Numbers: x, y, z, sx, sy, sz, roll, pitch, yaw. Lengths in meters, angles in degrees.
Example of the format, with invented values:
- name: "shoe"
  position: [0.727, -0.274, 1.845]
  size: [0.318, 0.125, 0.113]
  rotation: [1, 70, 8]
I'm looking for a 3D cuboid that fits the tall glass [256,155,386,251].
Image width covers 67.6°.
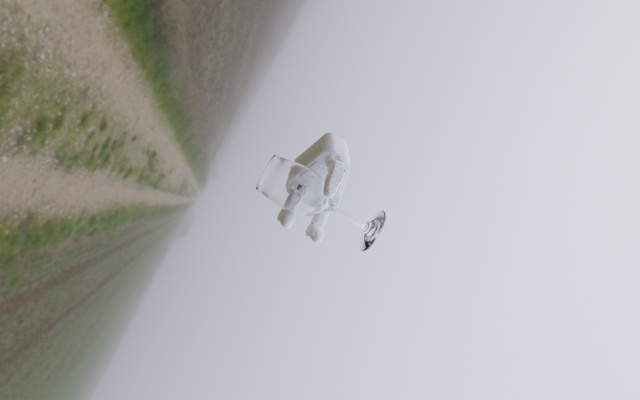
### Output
- name: "tall glass"
  position: [0.001, 0.003, 0.757]
  size: [0.201, 0.079, 0.079]
  rotation: [29, -7, -12]
